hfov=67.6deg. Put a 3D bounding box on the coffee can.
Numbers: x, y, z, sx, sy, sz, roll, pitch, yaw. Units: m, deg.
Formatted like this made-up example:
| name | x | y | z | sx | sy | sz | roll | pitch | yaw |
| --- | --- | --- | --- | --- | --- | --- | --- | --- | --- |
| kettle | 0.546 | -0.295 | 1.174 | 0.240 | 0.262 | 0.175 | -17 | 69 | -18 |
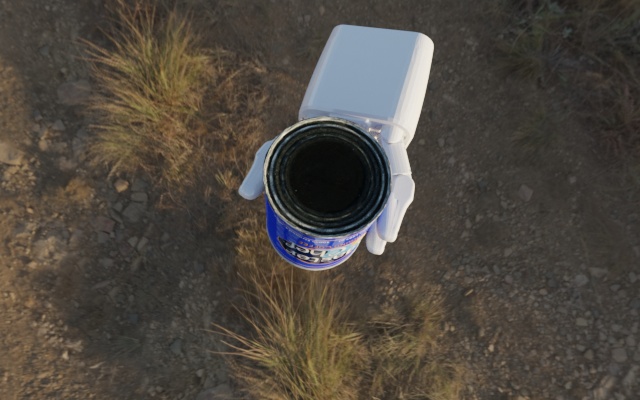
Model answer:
| name | x | y | z | sx | sy | sz | roll | pitch | yaw |
| --- | --- | --- | --- | --- | --- | --- | --- | --- | --- |
| coffee can | 0.000 | 0.002 | 0.438 | 0.103 | 0.102 | 0.140 | 0 | -18 | -5 |
